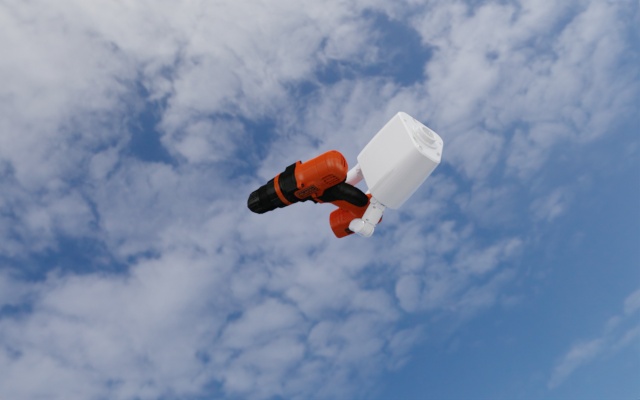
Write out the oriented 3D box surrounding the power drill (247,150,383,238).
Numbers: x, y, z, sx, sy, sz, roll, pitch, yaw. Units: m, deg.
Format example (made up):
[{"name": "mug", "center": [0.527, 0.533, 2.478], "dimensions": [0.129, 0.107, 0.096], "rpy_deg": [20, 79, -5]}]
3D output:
[{"name": "power drill", "center": [0.001, 0.003, 0.778], "dimensions": [0.184, 0.057, 0.188], "rpy_deg": [-23, -34, 30]}]
